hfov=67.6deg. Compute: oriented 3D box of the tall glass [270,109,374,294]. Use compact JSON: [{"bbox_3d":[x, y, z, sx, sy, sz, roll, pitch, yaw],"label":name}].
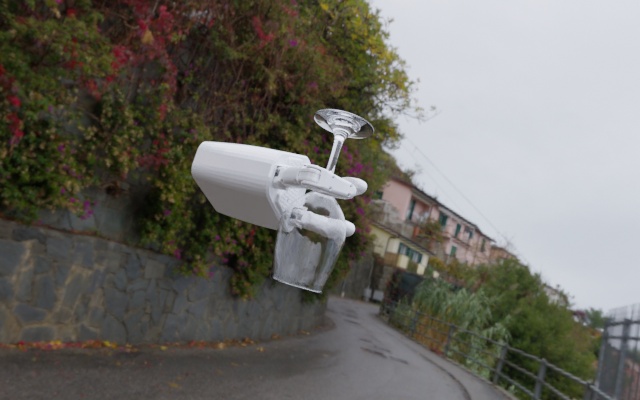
[{"bbox_3d":[0.000,0.001,0.550,0.079,0.201,0.079,16,-11,3],"label":"tall glass"}]
